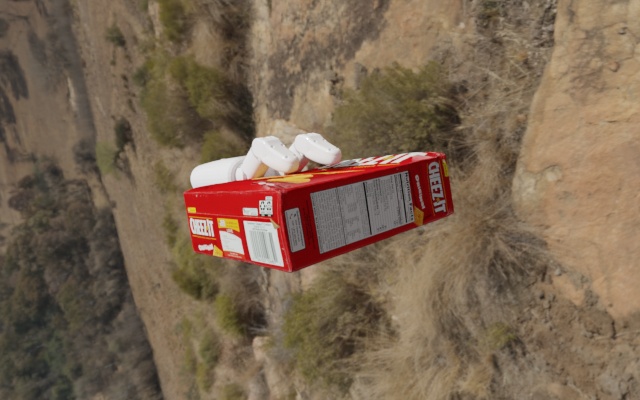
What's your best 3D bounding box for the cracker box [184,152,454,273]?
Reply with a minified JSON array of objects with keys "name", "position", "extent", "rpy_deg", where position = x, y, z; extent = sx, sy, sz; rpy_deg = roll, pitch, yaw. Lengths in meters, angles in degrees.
[{"name":"cracker box","position":[0.000,0.002,0.475],"extent":[0.213,0.072,0.164],"rpy_deg":[-15,10,-39]}]
